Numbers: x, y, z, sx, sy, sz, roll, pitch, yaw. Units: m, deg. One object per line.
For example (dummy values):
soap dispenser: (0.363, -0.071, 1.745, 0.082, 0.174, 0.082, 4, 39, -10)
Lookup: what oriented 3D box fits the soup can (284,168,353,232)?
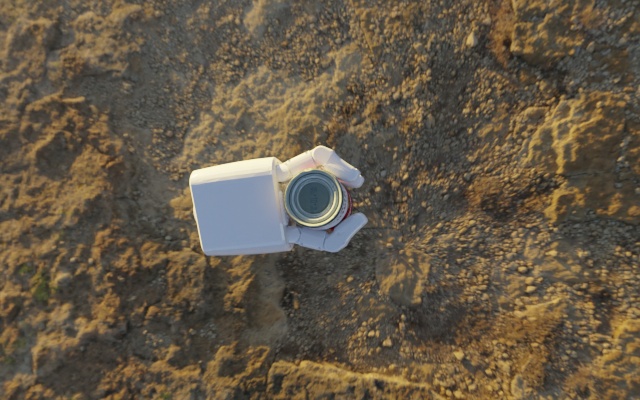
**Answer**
soup can: (0.001, 0.002, 0.568, 0.068, 0.068, 0.102, 0, -6, 9)
